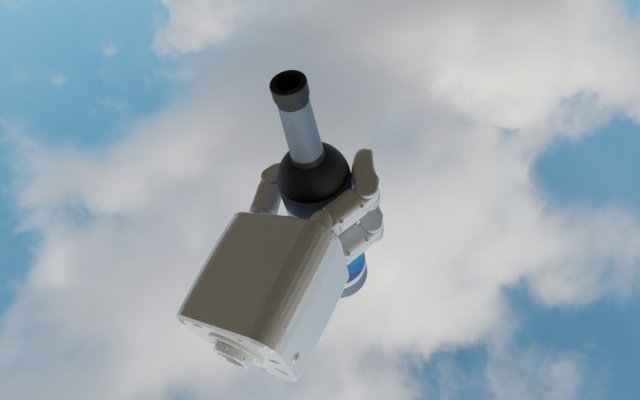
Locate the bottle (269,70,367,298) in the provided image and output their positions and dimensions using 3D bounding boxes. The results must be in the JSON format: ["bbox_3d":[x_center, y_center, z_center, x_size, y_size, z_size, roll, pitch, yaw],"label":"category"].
[{"bbox_3d":[0.000,0.002,0.455,0.069,0.069,0.296,0,-35,11],"label":"bottle"}]
